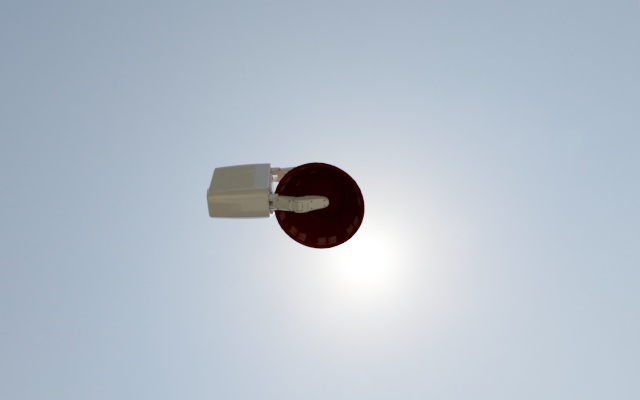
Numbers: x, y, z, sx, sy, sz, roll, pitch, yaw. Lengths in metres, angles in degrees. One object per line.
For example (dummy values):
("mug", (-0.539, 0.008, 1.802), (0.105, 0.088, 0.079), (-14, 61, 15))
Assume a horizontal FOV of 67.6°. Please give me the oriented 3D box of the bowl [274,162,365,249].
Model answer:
("bowl", (0.001, 0.003, 0.849), (0.162, 0.162, 0.055), (0, 20, 9))
